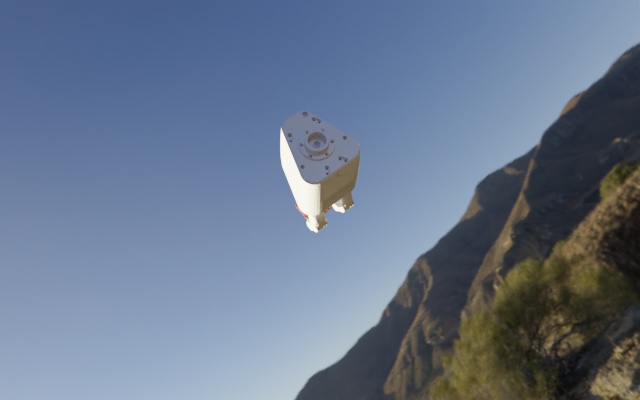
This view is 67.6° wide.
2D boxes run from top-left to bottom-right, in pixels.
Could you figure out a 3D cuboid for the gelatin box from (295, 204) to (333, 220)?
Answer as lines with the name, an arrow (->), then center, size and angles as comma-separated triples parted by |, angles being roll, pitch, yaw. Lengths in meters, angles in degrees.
gelatin box -> 0.000, 0.002, 0.805 | 0.073, 0.030, 0.089 | -39, -12, -2
